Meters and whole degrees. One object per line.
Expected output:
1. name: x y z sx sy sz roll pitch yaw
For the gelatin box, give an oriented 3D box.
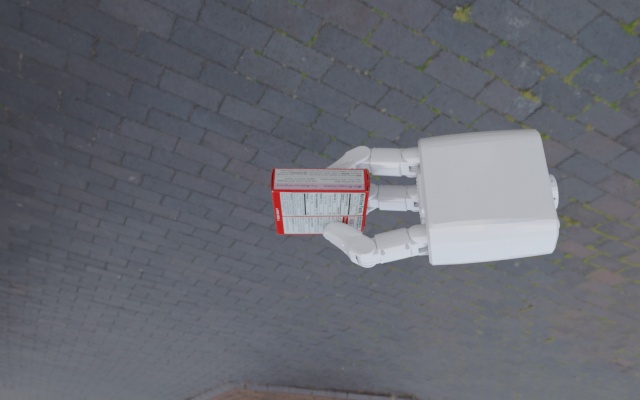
1. gelatin box: 0.000 0.002 0.453 0.089 0.030 0.073 -1 -35 0
